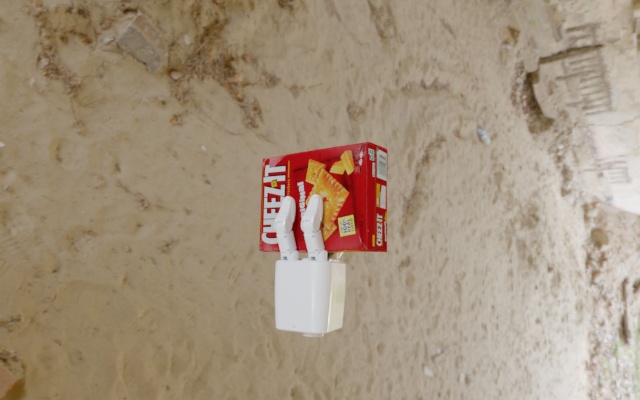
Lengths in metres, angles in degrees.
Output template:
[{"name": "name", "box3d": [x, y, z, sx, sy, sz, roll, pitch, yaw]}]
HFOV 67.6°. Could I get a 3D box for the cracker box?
[{"name": "cracker box", "box3d": [0.000, 0.003, 0.771, 0.214, 0.164, 0.072, -5, -10, 35]}]
